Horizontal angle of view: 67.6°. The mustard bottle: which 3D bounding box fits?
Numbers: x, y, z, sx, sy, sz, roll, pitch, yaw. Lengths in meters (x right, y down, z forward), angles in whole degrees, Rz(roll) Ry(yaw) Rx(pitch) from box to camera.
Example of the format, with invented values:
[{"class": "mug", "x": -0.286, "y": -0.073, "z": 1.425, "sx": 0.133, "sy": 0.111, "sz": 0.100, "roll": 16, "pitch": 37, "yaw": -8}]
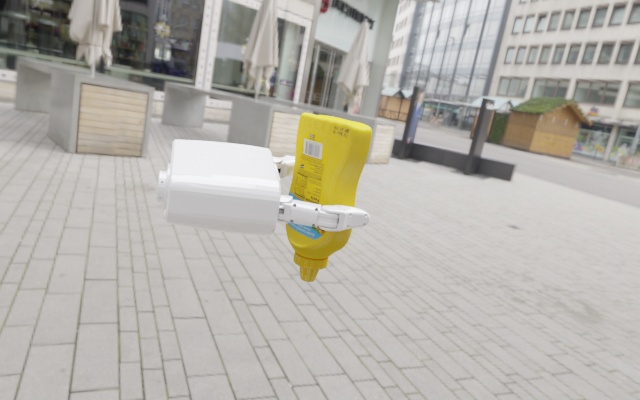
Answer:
[{"class": "mustard bottle", "x": 0.000, "y": 0.002, "z": 0.545, "sx": 0.058, "sy": 0.192, "sz": 0.096, "roll": -1, "pitch": 17, "yaw": -41}]
